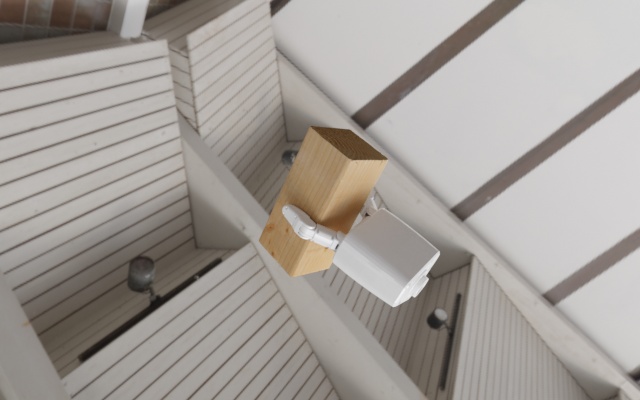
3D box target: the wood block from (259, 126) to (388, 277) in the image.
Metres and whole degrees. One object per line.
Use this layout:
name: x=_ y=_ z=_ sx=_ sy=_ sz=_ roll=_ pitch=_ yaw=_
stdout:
wood block: x=0.000 y=0.003 z=0.710 sx=0.091 sy=0.206 sz=0.090 roll=-5 pitch=40 yaw=-48
